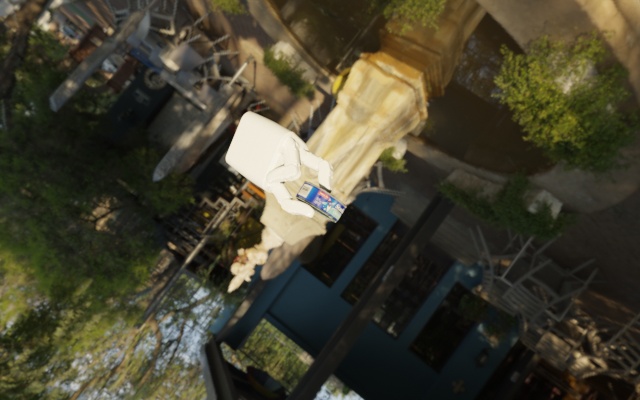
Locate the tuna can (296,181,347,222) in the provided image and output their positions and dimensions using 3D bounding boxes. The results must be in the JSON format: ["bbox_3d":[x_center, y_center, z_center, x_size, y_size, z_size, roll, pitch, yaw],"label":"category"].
[{"bbox_3d":[0.000,0.003,0.826,0.086,0.034,0.086,32,-6,4],"label":"tuna can"}]
